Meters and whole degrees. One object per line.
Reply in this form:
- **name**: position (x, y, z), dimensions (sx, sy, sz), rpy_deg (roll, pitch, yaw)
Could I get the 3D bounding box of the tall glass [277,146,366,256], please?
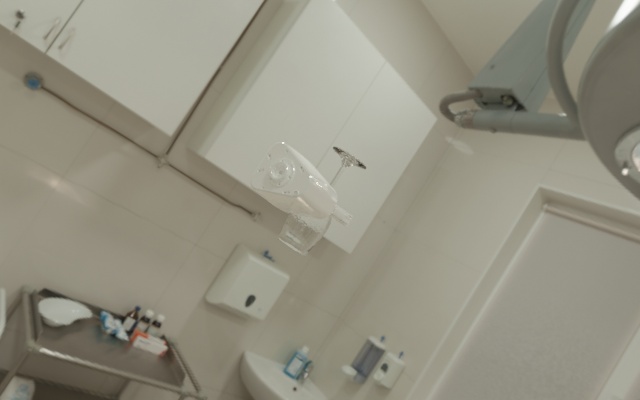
- **tall glass**: position (0.001, 0.002, 0.886), dimensions (0.079, 0.201, 0.079), rpy_deg (33, -3, 2)
